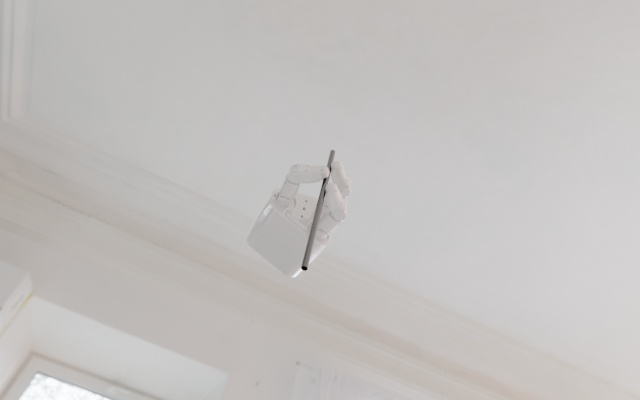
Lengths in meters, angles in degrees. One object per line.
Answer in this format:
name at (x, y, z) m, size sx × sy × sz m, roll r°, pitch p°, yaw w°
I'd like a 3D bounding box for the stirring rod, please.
stirring rod at (0.000, 0.002, 0.645) m, size 0.011 × 0.011 × 0.239 m, roll 0°, pitch 40°, yaw 12°
